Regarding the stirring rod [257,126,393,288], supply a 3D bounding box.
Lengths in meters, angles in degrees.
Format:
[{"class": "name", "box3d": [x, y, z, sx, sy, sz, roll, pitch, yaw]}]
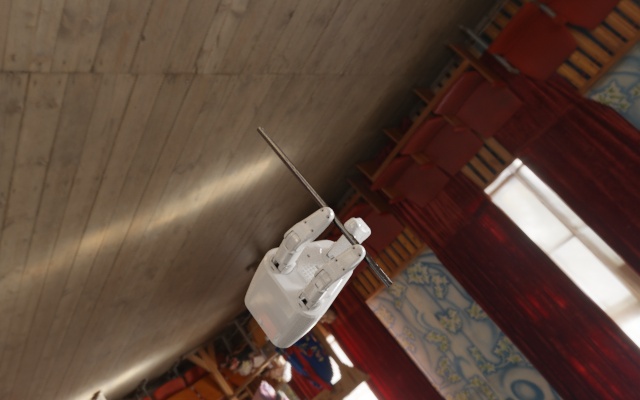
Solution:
[{"class": "stirring rod", "box3d": [0.000, 0.002, 0.541, 0.011, 0.239, 0.011, -36, -17, -13]}]
